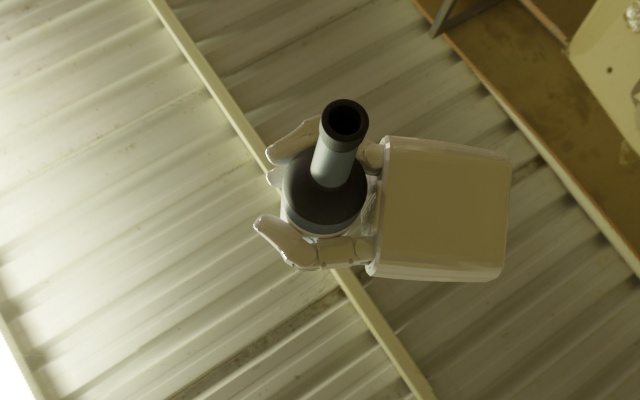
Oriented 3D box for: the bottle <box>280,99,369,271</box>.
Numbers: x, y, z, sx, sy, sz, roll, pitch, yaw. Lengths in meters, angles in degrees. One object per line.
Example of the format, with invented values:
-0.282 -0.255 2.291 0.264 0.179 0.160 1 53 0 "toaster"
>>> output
0.000 0.001 0.405 0.069 0.069 0.296 0 -18 -6 "bottle"
